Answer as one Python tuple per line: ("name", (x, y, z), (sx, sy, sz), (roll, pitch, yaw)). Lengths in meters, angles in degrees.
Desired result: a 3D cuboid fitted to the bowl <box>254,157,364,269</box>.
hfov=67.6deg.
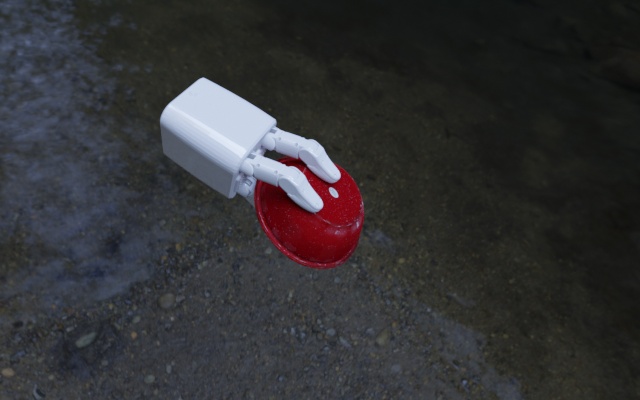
("bowl", (0.001, 0.002, 0.605), (0.162, 0.162, 0.055), (0, -26, -37))
